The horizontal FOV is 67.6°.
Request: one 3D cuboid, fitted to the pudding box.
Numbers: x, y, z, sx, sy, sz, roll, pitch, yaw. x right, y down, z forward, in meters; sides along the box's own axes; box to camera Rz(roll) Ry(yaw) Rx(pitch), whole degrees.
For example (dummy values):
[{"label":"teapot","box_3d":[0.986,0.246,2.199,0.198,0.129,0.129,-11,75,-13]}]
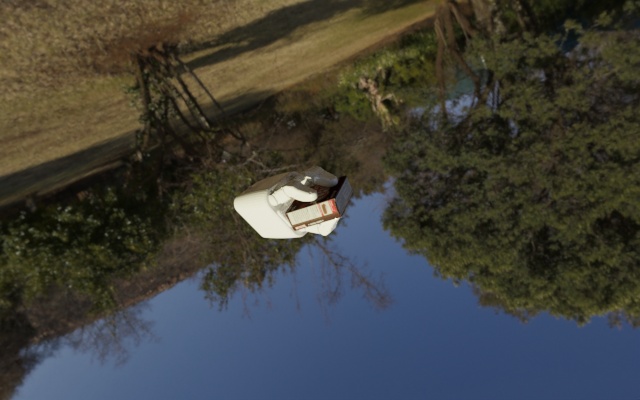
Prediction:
[{"label":"pudding box","box_3d":[0.000,0.003,0.801,0.090,0.039,0.113,-18,19,20]}]
